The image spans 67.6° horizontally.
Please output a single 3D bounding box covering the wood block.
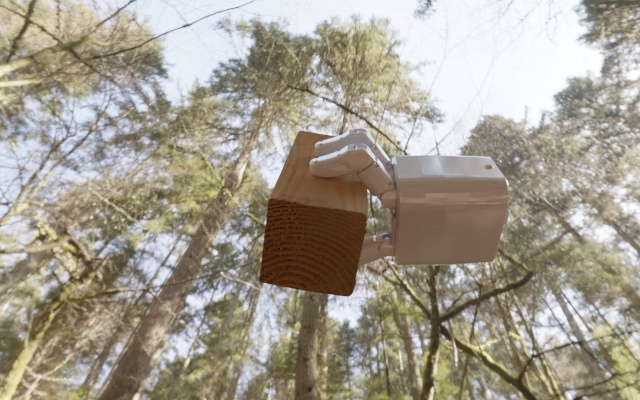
[{"bbox_3d":[0.000,0.002,0.518,0.090,0.091,0.206,9,25,1],"label":"wood block"}]
